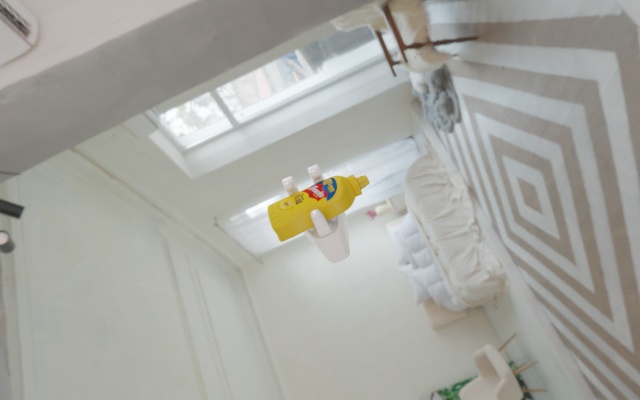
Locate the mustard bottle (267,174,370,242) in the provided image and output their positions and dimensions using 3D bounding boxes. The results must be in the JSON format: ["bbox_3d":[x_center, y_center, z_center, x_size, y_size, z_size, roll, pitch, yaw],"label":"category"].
[{"bbox_3d":[0.000,0.003,0.870,0.191,0.058,0.096,-25,28,2],"label":"mustard bottle"}]
